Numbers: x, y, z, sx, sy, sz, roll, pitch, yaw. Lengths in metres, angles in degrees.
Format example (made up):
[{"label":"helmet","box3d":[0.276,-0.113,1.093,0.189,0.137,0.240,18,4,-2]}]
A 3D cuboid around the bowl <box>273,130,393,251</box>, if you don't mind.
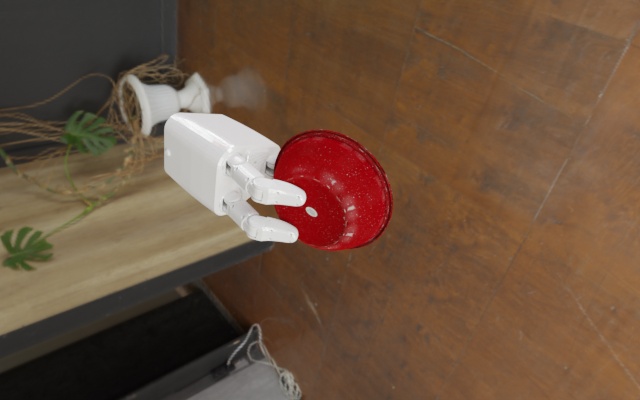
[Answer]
[{"label":"bowl","box3d":[0.001,0.002,0.559,0.162,0.162,0.055,0,27,31]}]
